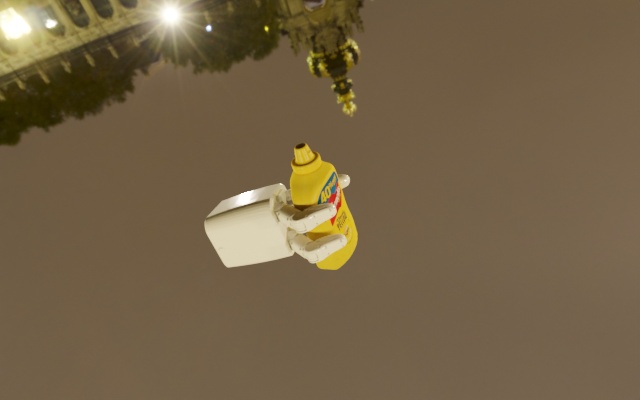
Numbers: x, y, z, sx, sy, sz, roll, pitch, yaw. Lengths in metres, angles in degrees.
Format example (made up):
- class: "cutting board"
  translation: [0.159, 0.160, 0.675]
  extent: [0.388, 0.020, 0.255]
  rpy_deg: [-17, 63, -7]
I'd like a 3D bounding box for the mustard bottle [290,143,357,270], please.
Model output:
- class: "mustard bottle"
  translation: [0.001, 0.002, 0.694]
  extent: [0.058, 0.192, 0.096]
  rpy_deg: [1, 39, 30]
